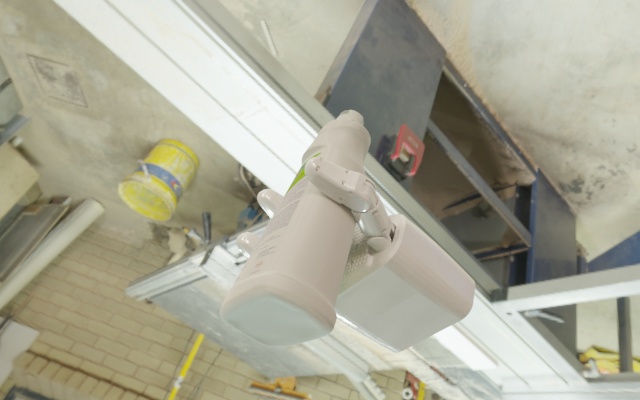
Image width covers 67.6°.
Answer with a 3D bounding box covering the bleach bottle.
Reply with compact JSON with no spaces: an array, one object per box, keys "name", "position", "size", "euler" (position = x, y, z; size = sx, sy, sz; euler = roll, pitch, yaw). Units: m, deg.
[{"name":"bleach bottle","position":[0.000,0.001,0.432],"size":[0.068,0.250,0.102],"euler":[38,-40,-18]}]
